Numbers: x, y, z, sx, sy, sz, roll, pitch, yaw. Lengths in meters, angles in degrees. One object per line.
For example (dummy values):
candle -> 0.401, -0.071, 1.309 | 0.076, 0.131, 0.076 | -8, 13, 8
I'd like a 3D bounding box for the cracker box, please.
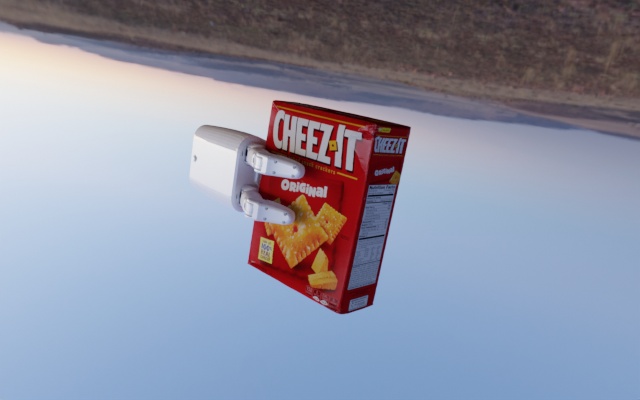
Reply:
cracker box -> 0.000, 0.002, 0.563 | 0.164, 0.214, 0.072 | 21, 18, 40
